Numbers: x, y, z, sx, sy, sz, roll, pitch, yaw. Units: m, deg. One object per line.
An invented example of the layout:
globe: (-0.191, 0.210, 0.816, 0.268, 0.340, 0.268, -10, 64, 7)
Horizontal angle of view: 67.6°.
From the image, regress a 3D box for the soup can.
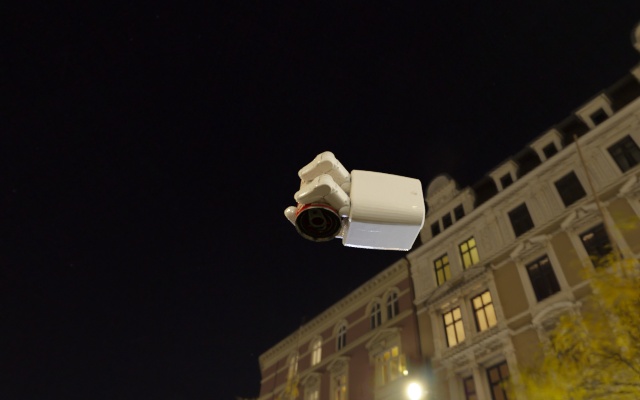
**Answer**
soup can: (0.000, 0.002, 0.724, 0.068, 0.069, 0.102, 0, 41, 5)
